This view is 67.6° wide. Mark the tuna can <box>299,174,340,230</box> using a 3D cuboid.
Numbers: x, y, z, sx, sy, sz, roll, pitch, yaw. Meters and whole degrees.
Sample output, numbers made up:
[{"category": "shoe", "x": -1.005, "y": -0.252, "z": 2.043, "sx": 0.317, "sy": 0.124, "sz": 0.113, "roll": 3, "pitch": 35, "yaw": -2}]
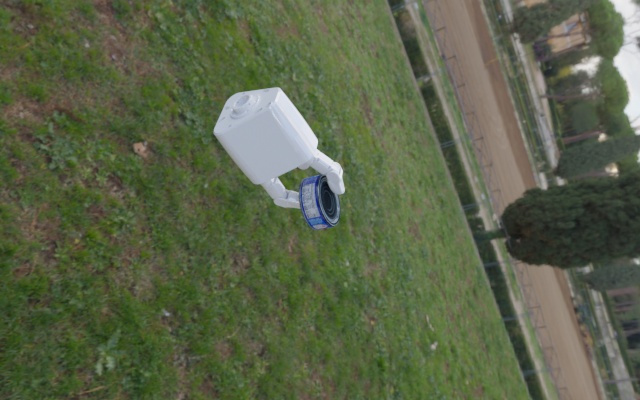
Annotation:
[{"category": "tuna can", "x": 0.001, "y": 0.002, "z": 0.755, "sx": 0.034, "sy": 0.086, "sz": 0.086, "roll": -12, "pitch": -5, "yaw": 23}]
